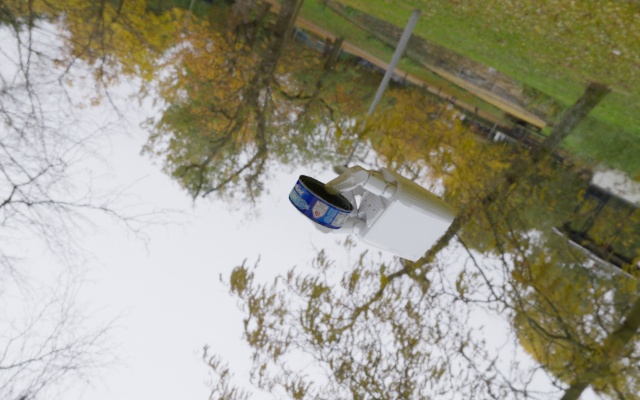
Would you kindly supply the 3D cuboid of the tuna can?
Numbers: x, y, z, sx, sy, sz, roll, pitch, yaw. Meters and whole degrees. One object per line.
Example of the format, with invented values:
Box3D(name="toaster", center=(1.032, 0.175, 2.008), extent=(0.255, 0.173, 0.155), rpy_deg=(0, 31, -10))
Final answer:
Box3D(name="tuna can", center=(0.000, 0.003, 0.643), extent=(0.086, 0.034, 0.086), rpy_deg=(30, 14, -8))
